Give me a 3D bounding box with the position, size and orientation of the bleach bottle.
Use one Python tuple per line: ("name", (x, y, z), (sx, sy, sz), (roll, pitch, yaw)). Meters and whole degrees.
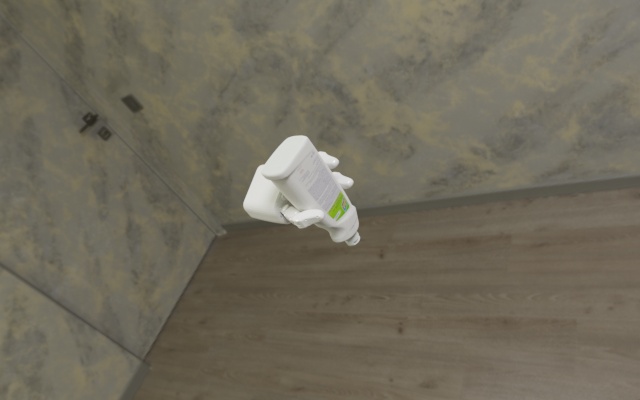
("bleach bottle", (0.000, 0.003, 0.884), (0.068, 0.102, 0.251), (5, -38, 45))
